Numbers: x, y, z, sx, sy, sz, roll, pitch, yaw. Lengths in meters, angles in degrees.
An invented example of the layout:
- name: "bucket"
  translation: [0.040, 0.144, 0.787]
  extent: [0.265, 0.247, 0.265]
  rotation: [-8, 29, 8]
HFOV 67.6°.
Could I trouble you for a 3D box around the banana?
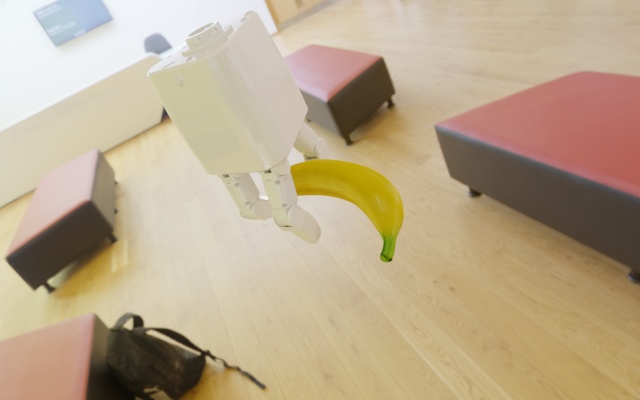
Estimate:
- name: "banana"
  translation: [0.015, -0.010, 0.464]
  extent: [0.069, 0.037, 0.197]
  rotation: [-43, 38, -17]
